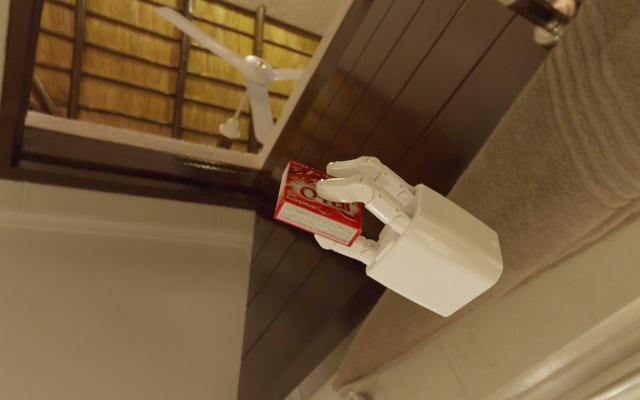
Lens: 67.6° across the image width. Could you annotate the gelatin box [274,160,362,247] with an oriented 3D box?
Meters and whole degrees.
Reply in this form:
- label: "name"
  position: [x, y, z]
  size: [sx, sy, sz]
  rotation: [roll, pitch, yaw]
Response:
- label: "gelatin box"
  position: [0.000, 0.002, 0.506]
  size: [0.089, 0.030, 0.073]
  rotation: [22, 36, -12]
